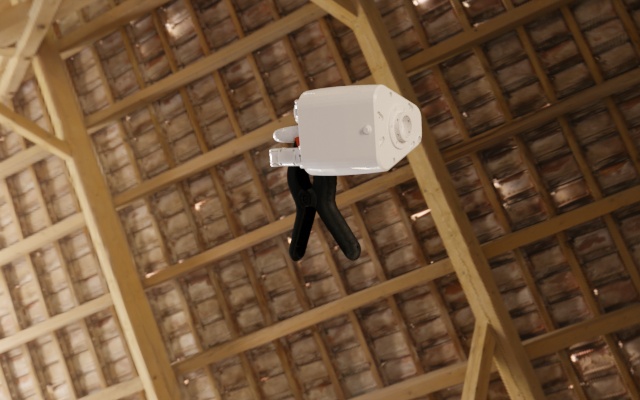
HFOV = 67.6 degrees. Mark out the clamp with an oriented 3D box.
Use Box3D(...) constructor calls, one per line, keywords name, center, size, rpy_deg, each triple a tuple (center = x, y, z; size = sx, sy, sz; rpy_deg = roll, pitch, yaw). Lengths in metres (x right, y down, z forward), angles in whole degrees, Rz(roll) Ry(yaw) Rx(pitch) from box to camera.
Box3D(name="clamp", center=(0.000, 0.002, 0.619), size=(0.120, 0.171, 0.039), rpy_deg=(3, 12, 37))
